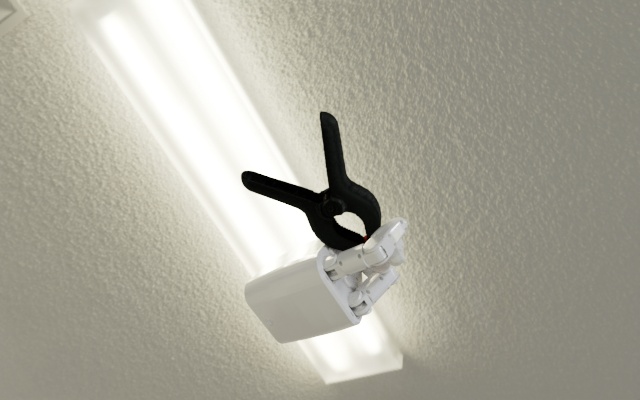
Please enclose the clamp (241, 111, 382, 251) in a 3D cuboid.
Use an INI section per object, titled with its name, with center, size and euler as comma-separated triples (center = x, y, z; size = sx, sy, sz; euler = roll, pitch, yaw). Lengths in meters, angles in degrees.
[clamp]
center = 0.000, 0.001, 0.509
size = 0.120, 0.171, 0.039
euler = -23, 23, 23
